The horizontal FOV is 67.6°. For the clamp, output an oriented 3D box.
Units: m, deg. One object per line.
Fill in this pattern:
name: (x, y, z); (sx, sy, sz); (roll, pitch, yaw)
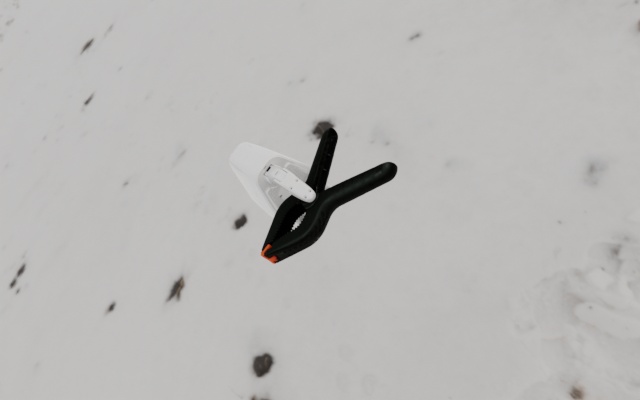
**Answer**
clamp: (-0.001, 0.002, 0.640); (0.036, 0.210, 0.164); (40, -6, -37)
